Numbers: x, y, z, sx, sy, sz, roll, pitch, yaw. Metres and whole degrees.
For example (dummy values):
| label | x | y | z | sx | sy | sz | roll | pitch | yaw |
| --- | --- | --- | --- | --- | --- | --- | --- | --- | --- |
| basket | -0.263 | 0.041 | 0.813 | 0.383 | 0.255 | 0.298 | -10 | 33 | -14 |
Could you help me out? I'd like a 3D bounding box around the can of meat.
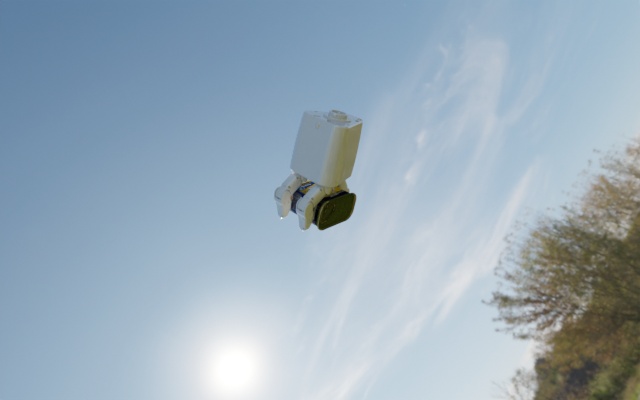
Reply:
| label | x | y | z | sx | sy | sz | roll | pitch | yaw |
| --- | --- | --- | --- | --- | --- | --- | --- | --- | --- |
| can of meat | 0.000 | 0.003 | 0.862 | 0.084 | 0.057 | 0.102 | 29 | 30 | 32 |
